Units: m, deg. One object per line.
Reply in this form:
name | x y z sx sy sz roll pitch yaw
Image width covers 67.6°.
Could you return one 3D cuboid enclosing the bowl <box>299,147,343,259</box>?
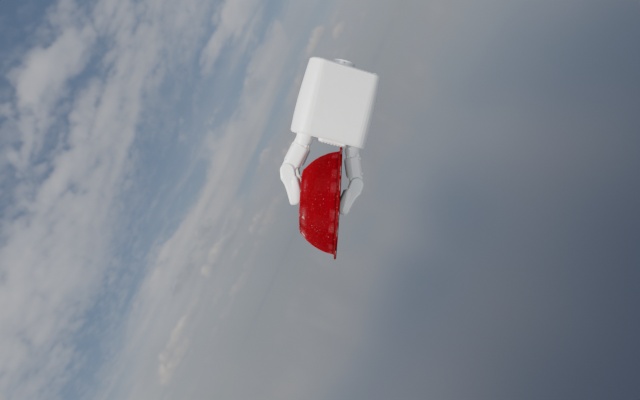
bowl | 0.000 0.004 0.683 0.055 0.162 0.162 3 0 1
